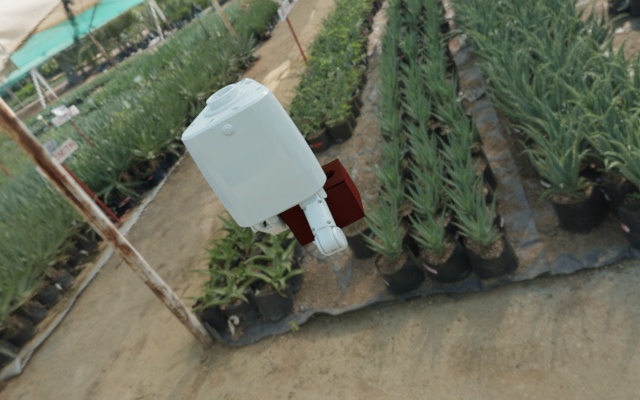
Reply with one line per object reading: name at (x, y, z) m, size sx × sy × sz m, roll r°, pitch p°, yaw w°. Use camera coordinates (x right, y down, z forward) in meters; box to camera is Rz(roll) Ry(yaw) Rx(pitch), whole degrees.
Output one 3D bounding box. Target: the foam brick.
foam brick at (0.000, 0.002, 0.507) m, size 0.078 × 0.051 × 0.053 m, roll -26°, pitch 29°, yaw 9°
